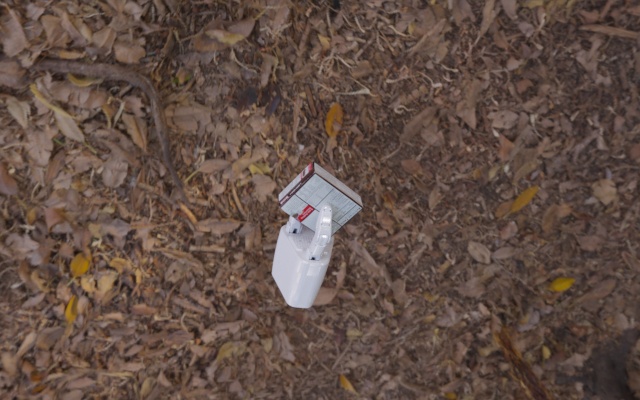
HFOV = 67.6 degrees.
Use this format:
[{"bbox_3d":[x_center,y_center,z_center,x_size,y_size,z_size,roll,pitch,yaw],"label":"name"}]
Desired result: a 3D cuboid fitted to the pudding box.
[{"bbox_3d":[0.000,0.003,0.780,0.113,0.090,0.039,35,23,-28],"label":"pudding box"}]
